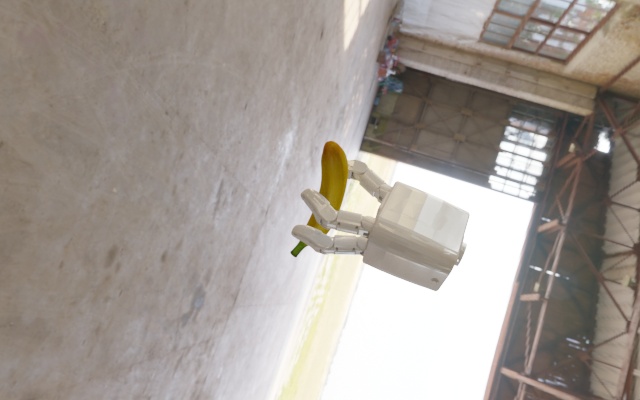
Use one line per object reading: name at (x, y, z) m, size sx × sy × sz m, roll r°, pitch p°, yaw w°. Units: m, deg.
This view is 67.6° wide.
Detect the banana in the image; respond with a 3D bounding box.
banana at (0.008, -0.004, 0.650) m, size 0.037 × 0.198 × 0.069 m, roll 28°, pitch 38°, yaw 15°
